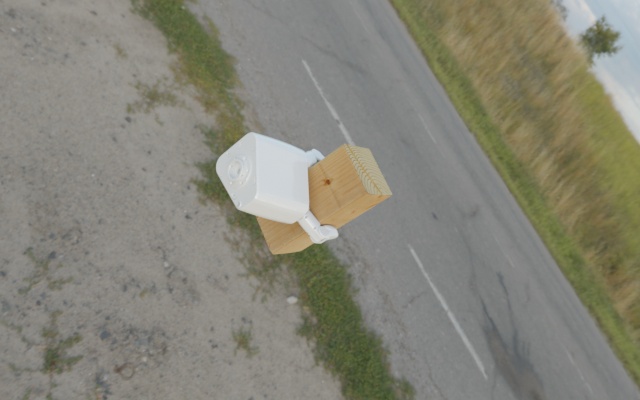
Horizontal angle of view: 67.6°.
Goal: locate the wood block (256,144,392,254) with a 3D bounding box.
[{"bbox_3d":[0.000,0.003,0.795,0.206,0.090,0.090,-33,-18,28],"label":"wood block"}]
